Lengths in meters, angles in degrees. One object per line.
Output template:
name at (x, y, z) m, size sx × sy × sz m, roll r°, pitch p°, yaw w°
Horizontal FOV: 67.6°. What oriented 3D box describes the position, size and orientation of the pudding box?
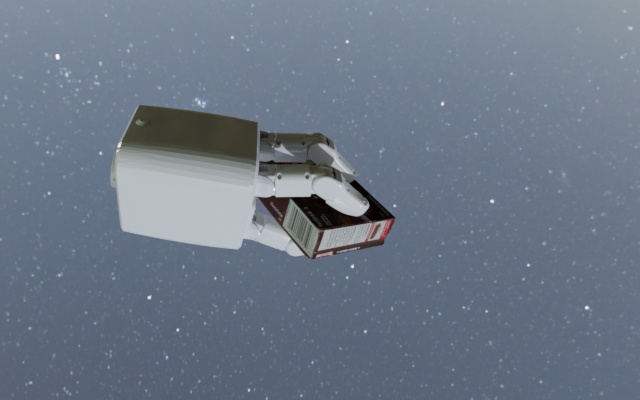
pudding box at (0.000, 0.002, 0.450) m, size 0.090 × 0.039 × 0.113 m, roll -8°, pitch 42°, yaw -37°
